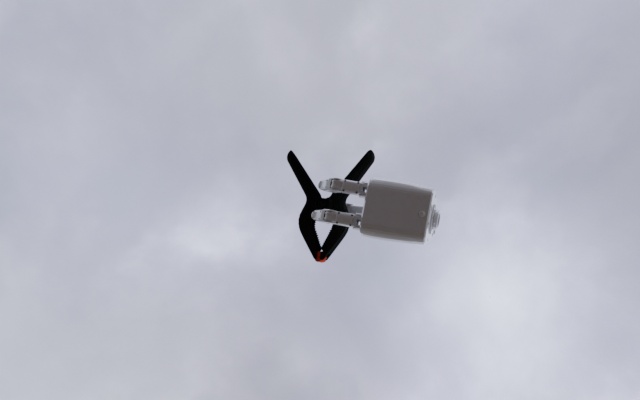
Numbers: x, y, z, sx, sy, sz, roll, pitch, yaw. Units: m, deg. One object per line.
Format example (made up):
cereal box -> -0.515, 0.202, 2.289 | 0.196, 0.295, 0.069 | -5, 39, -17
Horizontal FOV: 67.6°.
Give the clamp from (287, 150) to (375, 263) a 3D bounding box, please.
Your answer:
clamp -> 0.001, 0.004, 0.853 | 0.164, 0.210, 0.036 | 9, -7, 21
